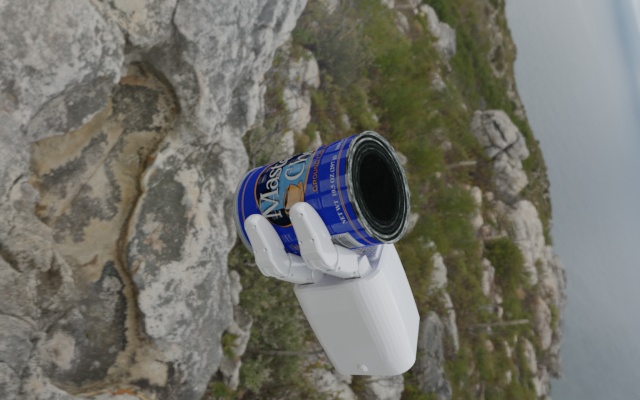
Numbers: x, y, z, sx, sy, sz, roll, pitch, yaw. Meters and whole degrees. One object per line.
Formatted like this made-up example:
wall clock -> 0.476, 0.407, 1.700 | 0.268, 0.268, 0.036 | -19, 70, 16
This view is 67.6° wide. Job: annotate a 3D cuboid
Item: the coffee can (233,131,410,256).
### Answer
coffee can -> 0.000, 0.001, 0.463 | 0.140, 0.103, 0.103 | -14, -9, 37
